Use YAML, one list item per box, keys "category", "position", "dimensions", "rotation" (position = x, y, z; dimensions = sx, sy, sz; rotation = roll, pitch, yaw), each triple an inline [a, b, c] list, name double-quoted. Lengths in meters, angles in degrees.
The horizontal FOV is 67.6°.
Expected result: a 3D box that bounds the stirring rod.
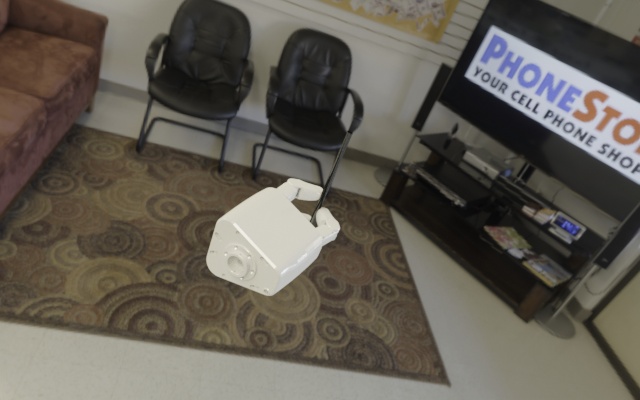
- category: "stirring rod"
  position: [0.000, 0.002, 0.713]
  dimensions: [0.011, 0.240, 0.011]
  rotation: [17, 31, -10]
